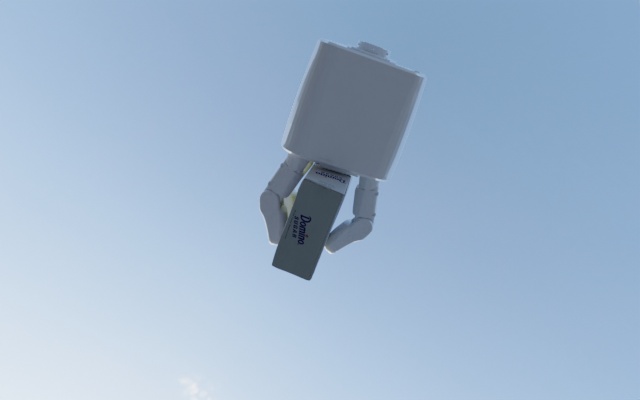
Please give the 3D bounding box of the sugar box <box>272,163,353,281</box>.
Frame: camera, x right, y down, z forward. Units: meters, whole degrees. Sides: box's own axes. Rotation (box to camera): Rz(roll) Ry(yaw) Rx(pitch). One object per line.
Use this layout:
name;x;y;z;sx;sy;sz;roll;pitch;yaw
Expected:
sugar box;0.000;0.001;0.502;0.048;0.093;0.176;22;19;4
